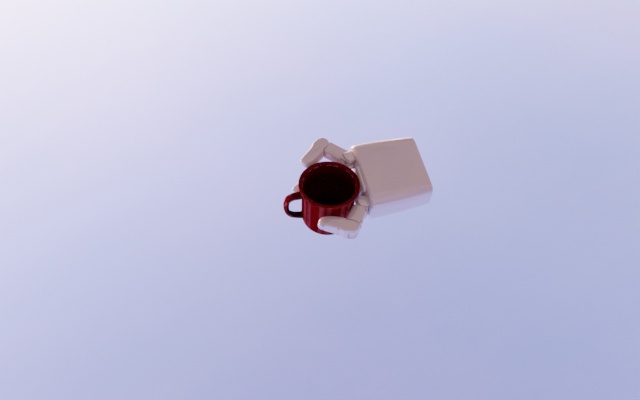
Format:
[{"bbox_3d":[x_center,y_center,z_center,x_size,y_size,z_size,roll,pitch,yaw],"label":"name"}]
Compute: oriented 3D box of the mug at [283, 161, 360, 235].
[{"bbox_3d":[-0.001,0.003,0.741,0.117,0.093,0.082,-12,-37,-12],"label":"mug"}]
